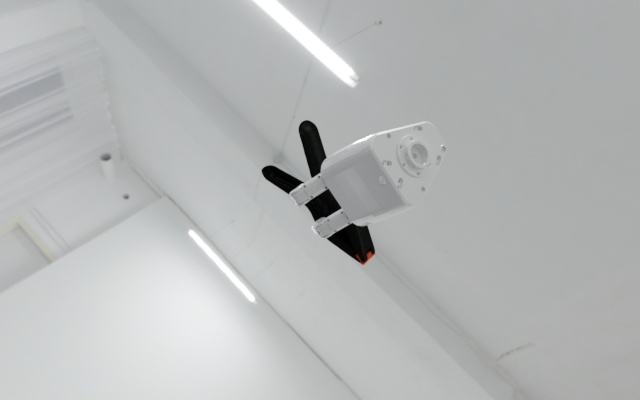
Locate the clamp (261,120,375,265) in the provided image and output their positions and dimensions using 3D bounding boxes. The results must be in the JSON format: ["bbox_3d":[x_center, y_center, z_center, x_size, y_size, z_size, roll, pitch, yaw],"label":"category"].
[{"bbox_3d":[0.001,0.002,0.681,0.036,0.210,0.164,-38,7,-31],"label":"clamp"}]
